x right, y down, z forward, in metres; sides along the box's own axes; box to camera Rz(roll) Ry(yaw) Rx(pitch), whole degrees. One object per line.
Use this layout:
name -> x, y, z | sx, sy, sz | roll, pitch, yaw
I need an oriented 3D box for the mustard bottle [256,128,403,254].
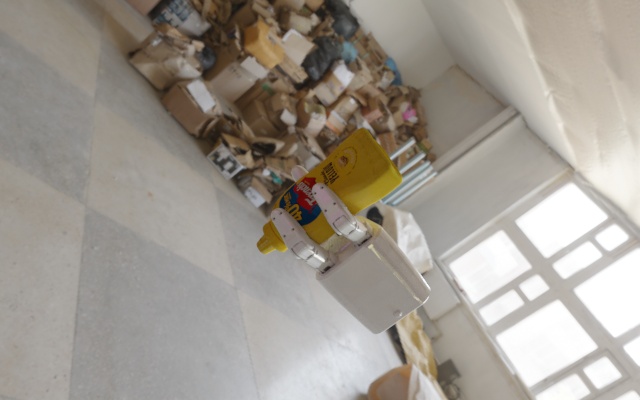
mustard bottle -> 0.000, 0.001, 0.570 | 0.058, 0.191, 0.096 | 41, 16, -39
